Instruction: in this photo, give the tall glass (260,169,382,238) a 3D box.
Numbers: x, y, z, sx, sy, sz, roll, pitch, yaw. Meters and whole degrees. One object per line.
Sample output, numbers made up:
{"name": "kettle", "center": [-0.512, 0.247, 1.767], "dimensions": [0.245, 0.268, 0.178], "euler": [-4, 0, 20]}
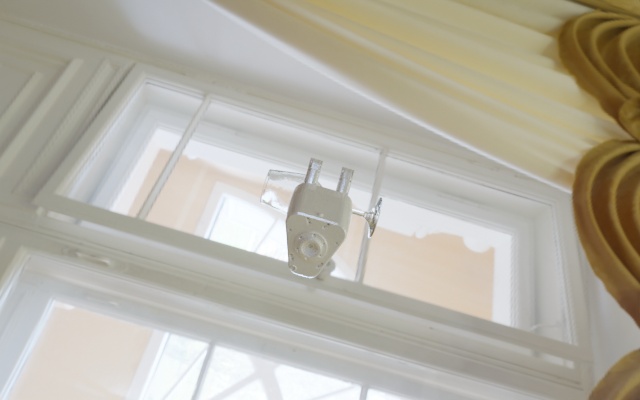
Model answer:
{"name": "tall glass", "center": [0.001, 0.003, 0.828], "dimensions": [0.201, 0.079, 0.079], "euler": [16, 0, -1]}
